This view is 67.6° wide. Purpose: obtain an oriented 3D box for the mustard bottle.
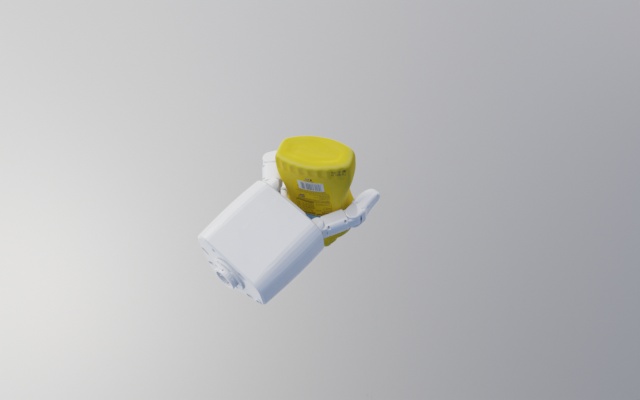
[{"bbox_3d":[0.000,0.002,0.639,0.096,0.058,0.192,9,-38,13],"label":"mustard bottle"}]
